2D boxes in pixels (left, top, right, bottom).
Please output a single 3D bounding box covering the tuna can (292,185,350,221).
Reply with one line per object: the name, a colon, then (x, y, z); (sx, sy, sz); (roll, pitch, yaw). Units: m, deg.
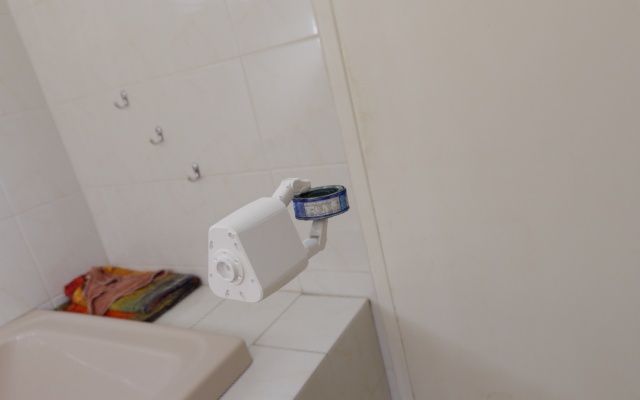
tuna can: (0.000, 0.002, 0.729); (0.086, 0.034, 0.086); (-10, 12, 2)
